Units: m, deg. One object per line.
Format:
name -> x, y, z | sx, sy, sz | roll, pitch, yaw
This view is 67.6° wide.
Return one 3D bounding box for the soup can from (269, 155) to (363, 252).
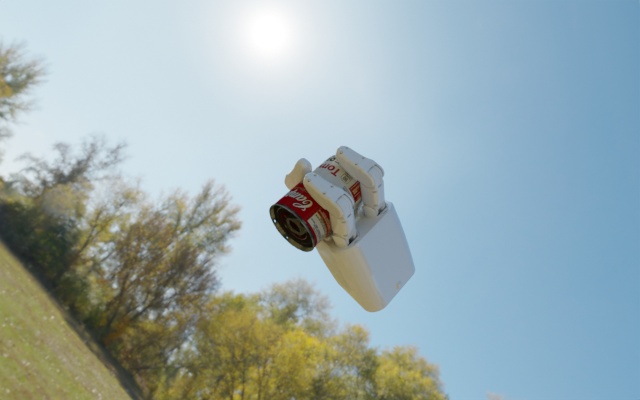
soup can -> 0.000, 0.001, 0.555 | 0.102, 0.068, 0.068 | -42, 22, -27
